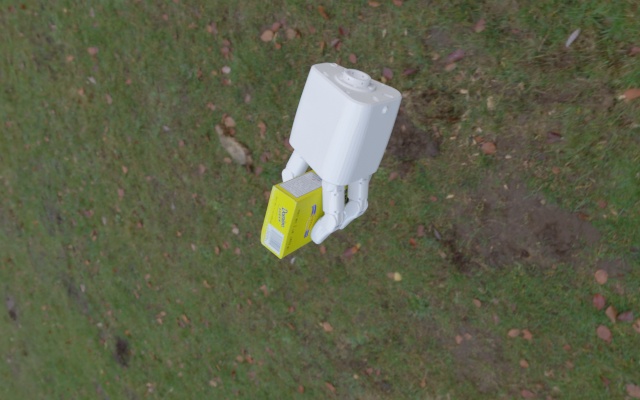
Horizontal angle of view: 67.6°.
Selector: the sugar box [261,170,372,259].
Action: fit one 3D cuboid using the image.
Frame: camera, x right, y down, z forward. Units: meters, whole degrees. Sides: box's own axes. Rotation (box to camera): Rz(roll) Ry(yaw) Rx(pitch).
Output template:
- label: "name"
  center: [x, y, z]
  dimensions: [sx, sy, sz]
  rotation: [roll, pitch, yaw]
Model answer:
- label: "sugar box"
  center: [0.000, 0.002, 0.646]
  dimensions: [0.048, 0.093, 0.176]
  rotation: [36, 38, 26]
